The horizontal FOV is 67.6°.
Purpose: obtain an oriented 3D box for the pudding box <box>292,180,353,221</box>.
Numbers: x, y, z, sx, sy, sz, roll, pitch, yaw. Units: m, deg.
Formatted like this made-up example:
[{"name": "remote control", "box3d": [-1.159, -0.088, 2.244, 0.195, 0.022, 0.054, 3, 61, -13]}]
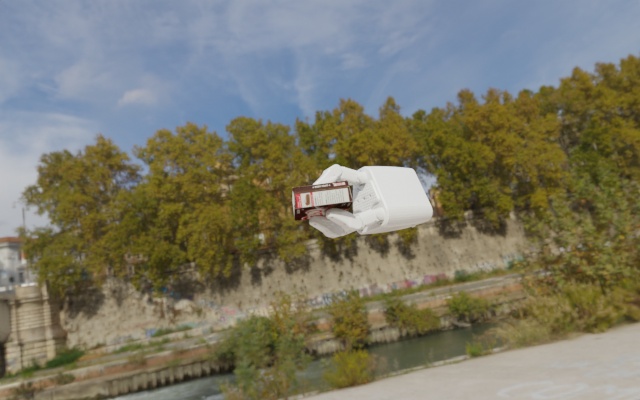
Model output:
[{"name": "pudding box", "box3d": [0.000, 0.002, 0.764, 0.090, 0.039, 0.113, -8, -13, -4]}]
